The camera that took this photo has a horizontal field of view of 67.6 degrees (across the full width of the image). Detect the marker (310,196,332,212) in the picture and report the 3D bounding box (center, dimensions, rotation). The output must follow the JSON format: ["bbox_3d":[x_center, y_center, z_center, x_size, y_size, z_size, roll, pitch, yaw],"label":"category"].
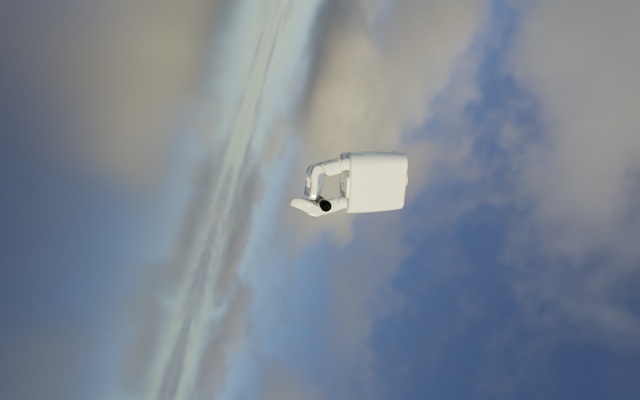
[{"bbox_3d":[0.000,0.003,0.829,0.020,0.020,0.121,0,7,-10],"label":"marker"}]
